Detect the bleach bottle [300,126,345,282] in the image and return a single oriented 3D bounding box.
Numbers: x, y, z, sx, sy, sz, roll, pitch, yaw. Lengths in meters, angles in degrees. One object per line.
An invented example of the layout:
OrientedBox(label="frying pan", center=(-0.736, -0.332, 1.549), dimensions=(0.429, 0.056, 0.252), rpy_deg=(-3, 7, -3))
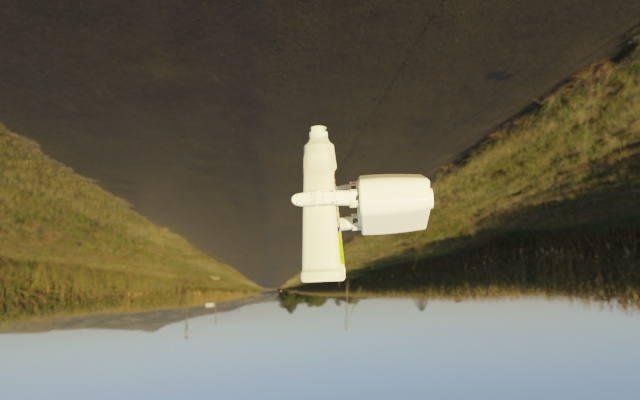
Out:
OrientedBox(label="bleach bottle", center=(0.000, 0.003, 0.761), dimensions=(0.068, 0.250, 0.102), rpy_deg=(-3, -10, 5))
